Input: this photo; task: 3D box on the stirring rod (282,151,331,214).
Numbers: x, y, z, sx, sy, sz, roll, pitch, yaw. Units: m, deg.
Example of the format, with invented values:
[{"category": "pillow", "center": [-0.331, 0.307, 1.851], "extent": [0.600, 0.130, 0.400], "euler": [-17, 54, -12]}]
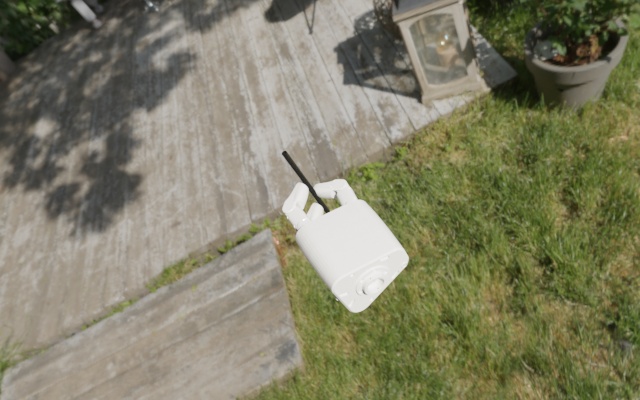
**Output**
[{"category": "stirring rod", "center": [0.000, 0.002, 0.740], "extent": [0.011, 0.011, 0.240], "euler": [0, -34, 30]}]
